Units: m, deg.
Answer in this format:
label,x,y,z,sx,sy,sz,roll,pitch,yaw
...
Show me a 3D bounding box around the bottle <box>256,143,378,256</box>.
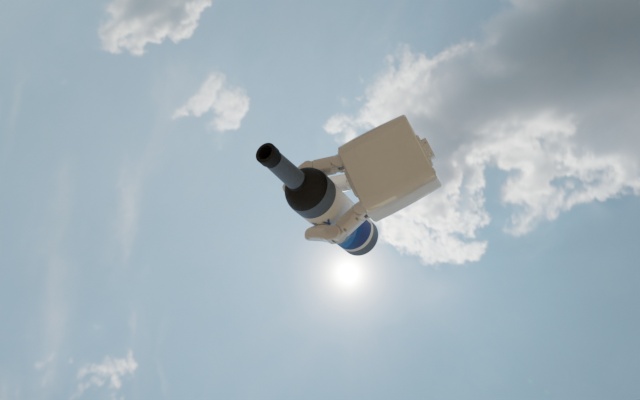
label,x,y,z,sx,sy,sz,roll,pitch,yaw
bottle,0.000,0.002,0.686,0.069,0.069,0.296,0,-24,30
